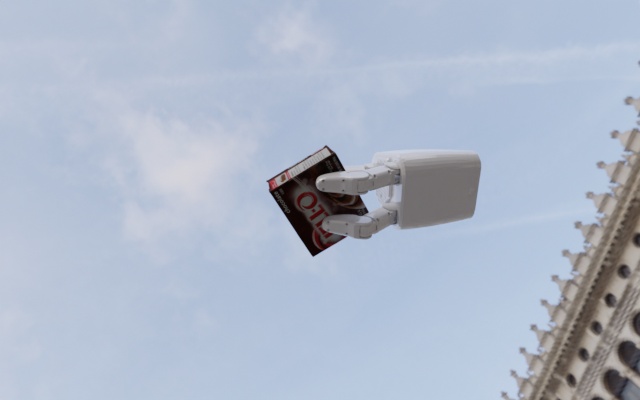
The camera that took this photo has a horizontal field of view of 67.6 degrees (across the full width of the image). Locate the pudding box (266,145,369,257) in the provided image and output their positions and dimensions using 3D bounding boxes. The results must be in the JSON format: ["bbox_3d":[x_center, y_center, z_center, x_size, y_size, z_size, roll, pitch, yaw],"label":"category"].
[{"bbox_3d":[0.000,0.002,0.585,0.090,0.113,0.039,-31,27,0],"label":"pudding box"}]
